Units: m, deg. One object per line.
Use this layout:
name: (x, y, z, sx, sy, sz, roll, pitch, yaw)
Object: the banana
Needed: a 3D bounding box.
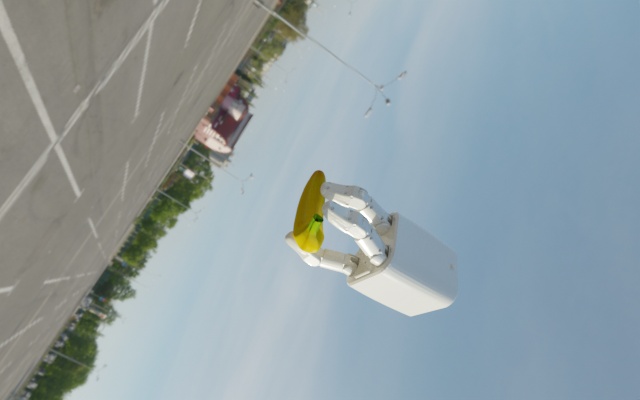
banana: (-0.009, 0.019, 0.619, 0.037, 0.070, 0.197, 27, 17, -11)
